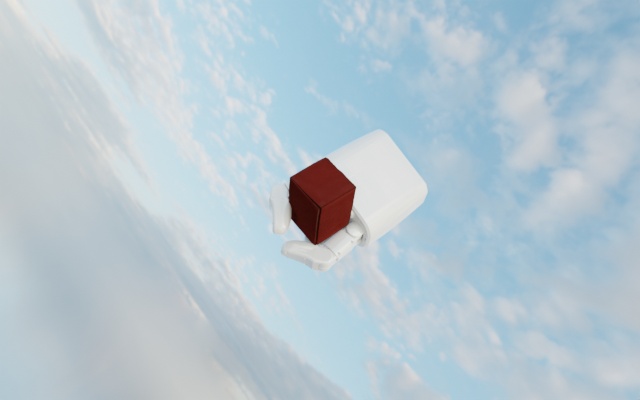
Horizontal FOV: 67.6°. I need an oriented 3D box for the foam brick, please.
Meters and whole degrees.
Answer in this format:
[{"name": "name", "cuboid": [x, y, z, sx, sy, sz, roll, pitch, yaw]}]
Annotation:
[{"name": "foam brick", "cuboid": [0.000, 0.002, 0.528, 0.051, 0.053, 0.078, -31, -27, -23]}]
